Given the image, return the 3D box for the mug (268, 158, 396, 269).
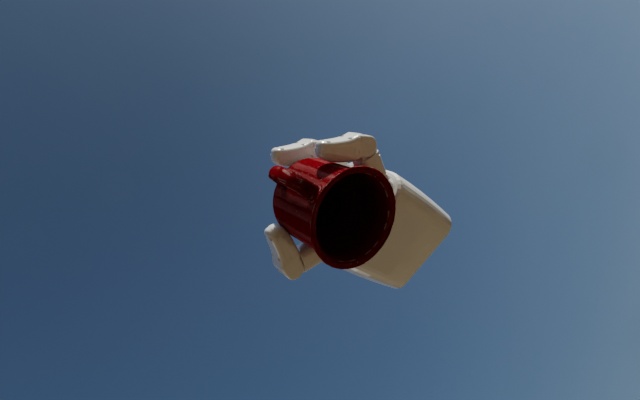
[{"bbox_3d":[-0.001,0.001,0.436,0.117,0.093,0.081,30,-3,-37],"label":"mug"}]
